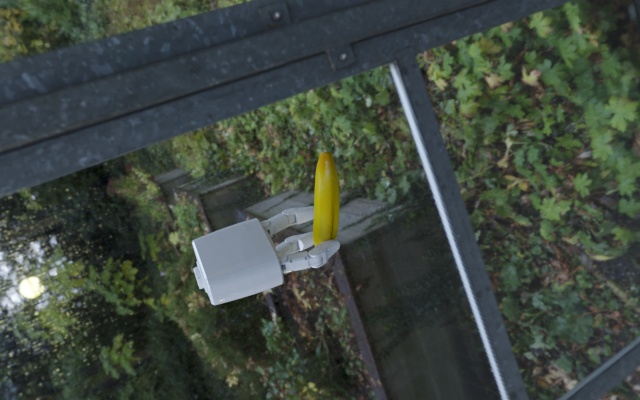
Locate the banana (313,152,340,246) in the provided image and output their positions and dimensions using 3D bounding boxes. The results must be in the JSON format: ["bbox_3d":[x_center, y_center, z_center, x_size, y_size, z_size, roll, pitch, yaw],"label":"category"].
[{"bbox_3d":[0.005,0.018,0.729,0.037,0.069,0.198,-10,-41,-13],"label":"banana"}]
